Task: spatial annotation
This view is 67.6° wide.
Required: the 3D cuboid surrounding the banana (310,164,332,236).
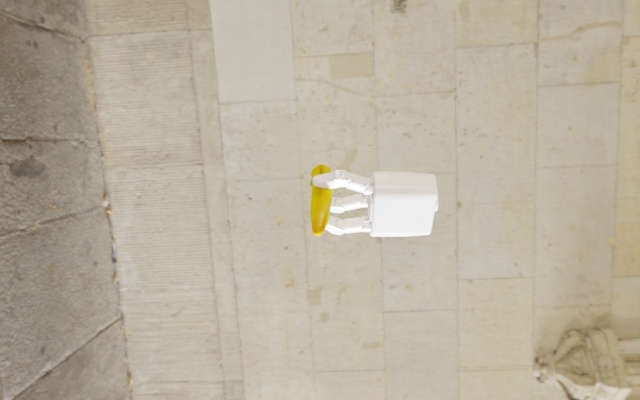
[{"bbox_3d":[0.002,-0.015,0.834,0.037,0.070,0.197,4,27,-3],"label":"banana"}]
